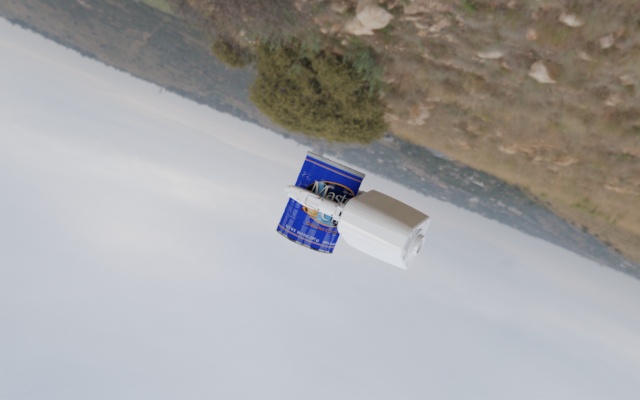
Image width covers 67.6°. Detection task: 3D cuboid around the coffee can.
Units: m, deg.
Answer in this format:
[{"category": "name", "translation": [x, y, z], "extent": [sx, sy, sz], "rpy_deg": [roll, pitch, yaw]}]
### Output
[{"category": "coffee can", "translation": [0.000, 0.002, 0.784], "extent": [0.103, 0.140, 0.103], "rpy_deg": [22, 5, -2]}]
